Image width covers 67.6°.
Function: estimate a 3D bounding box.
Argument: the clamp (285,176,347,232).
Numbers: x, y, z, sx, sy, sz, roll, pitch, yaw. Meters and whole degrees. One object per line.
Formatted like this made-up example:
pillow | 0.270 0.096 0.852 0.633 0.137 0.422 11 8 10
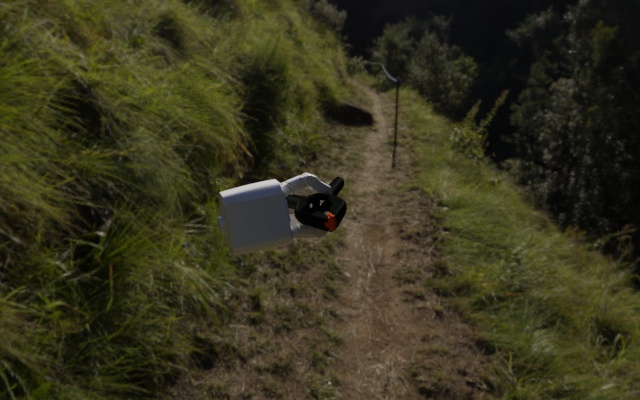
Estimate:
clamp | 0.000 0.002 0.884 0.164 0.036 0.210 -16 23 -18
